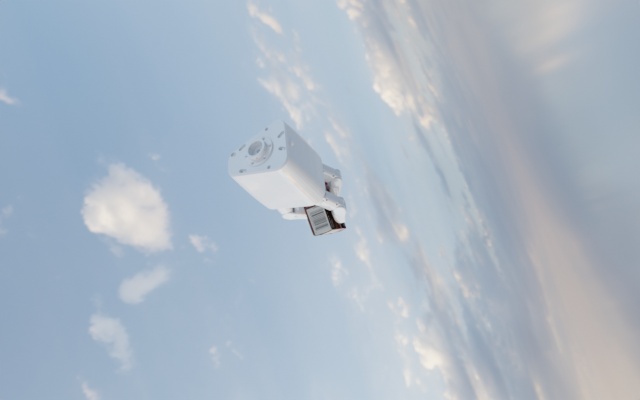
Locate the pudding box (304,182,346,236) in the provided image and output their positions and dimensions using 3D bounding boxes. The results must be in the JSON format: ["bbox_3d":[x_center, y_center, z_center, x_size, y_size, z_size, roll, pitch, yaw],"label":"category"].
[{"bbox_3d":[0.000,0.003,0.822,0.039,0.113,0.090,-20,-7,18],"label":"pudding box"}]
